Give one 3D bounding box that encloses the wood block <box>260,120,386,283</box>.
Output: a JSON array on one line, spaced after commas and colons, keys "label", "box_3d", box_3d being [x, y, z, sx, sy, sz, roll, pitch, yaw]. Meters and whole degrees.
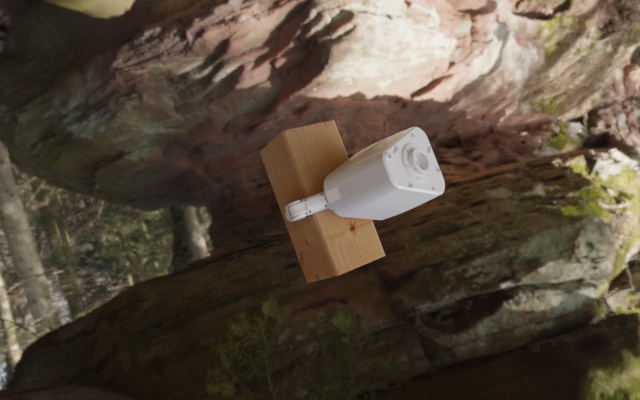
[{"label": "wood block", "box_3d": [0.000, 0.002, 0.686, 0.091, 0.206, 0.090, -17, -6, -32]}]
